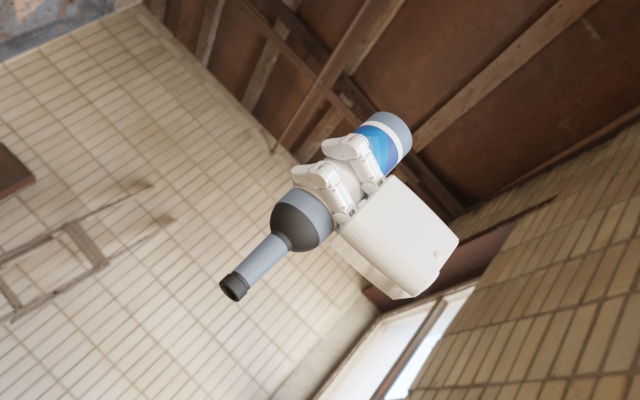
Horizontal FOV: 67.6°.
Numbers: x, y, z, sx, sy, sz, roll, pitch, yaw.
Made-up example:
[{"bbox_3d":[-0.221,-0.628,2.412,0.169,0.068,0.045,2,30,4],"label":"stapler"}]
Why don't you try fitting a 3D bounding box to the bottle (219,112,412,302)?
[{"bbox_3d":[0.000,0.002,0.541,0.069,0.069,0.295,0,37,50],"label":"bottle"}]
